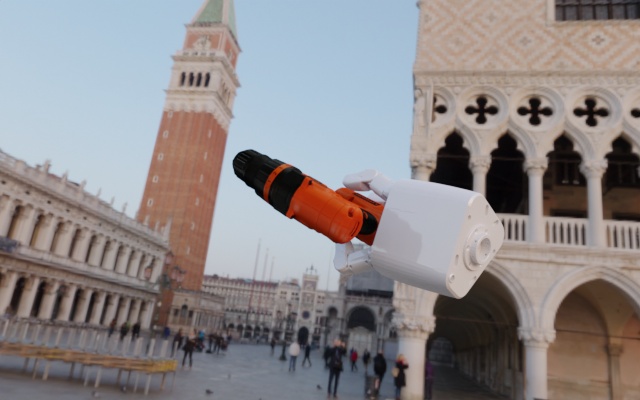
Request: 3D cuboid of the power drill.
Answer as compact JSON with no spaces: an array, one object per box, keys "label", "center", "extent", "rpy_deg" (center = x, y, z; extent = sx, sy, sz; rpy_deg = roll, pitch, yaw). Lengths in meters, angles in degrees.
[{"label":"power drill","center":[0.001,0.002,0.593],"extent":[0.184,0.057,0.188],"rpy_deg":[33,9,31]}]
